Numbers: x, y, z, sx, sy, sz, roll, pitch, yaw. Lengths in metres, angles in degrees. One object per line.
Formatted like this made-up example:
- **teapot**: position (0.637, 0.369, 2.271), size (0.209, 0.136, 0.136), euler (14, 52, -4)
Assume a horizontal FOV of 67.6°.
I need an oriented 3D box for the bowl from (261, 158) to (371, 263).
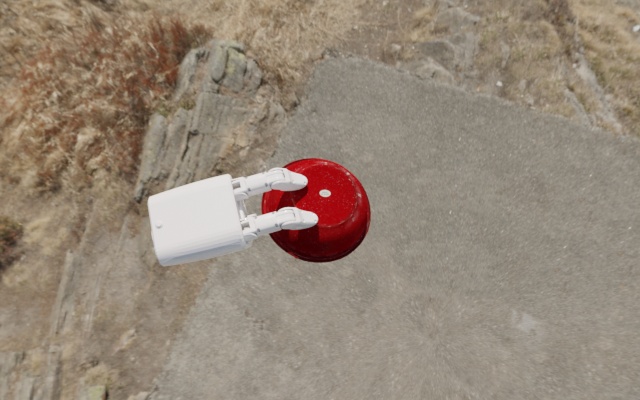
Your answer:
- **bowl**: position (0.001, 0.001, 0.666), size (0.162, 0.162, 0.055), euler (0, -22, -12)
